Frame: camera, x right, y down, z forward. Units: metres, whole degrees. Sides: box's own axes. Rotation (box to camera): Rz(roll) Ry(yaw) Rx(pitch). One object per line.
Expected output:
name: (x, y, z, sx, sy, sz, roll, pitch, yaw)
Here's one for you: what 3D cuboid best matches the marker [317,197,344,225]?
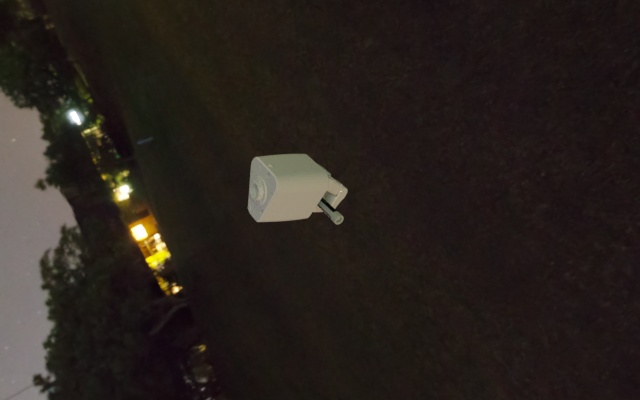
marker: (0.000, 0.003, 0.874, 0.020, 0.020, 0.121, 0, 32, -40)
